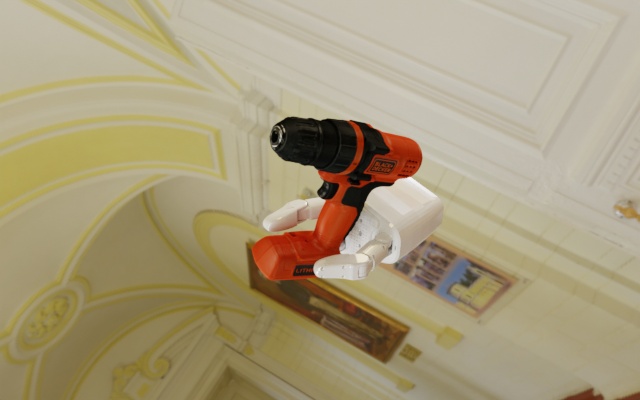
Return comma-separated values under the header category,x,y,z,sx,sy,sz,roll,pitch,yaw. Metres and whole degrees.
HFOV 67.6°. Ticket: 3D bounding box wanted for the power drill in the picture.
category,x,y,z,sx,sy,sz,roll,pitch,yaw
power drill,0.000,0.002,0.495,0.184,0.188,0.057,5,39,-39
